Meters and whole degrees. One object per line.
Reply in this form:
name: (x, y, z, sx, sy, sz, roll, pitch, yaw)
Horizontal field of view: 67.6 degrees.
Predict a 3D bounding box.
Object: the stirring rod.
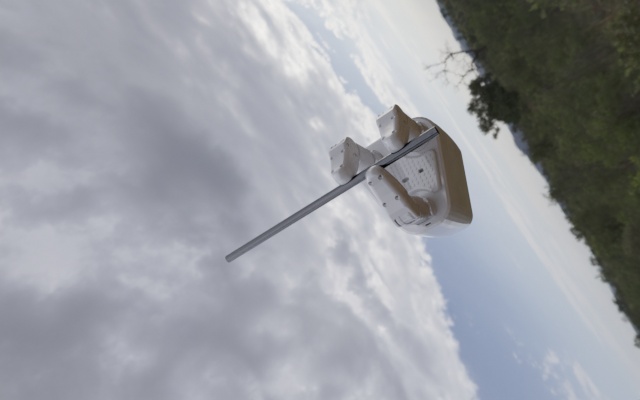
stirring rod: (0.000, 0.001, 0.432, 0.239, 0.011, 0.011, -32, -14, 24)
